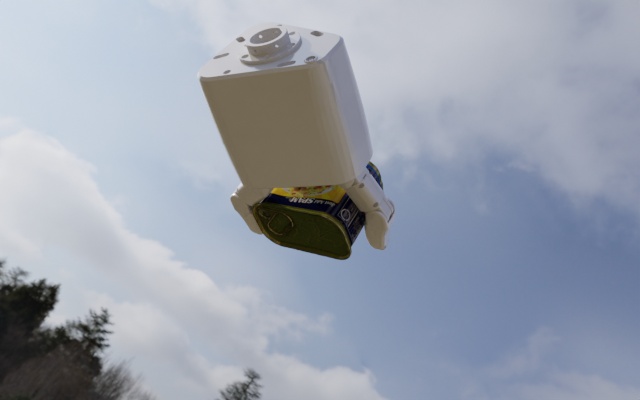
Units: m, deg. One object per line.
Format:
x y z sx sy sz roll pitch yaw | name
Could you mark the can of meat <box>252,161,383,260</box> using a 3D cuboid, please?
0.000 0.001 0.461 0.102 0.057 0.084 9 48 33 | can of meat
